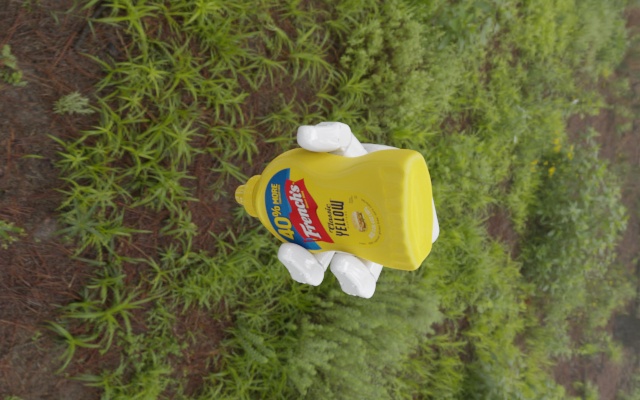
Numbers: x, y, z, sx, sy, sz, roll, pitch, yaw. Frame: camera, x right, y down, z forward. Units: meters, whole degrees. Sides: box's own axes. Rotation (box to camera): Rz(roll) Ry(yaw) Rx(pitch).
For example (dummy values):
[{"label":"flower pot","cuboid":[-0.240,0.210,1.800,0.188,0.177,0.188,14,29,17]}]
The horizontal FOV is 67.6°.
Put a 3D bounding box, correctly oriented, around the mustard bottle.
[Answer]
[{"label":"mustard bottle","cuboid":[0.000,0.001,0.425,0.191,0.096,0.058,6,29,34]}]
